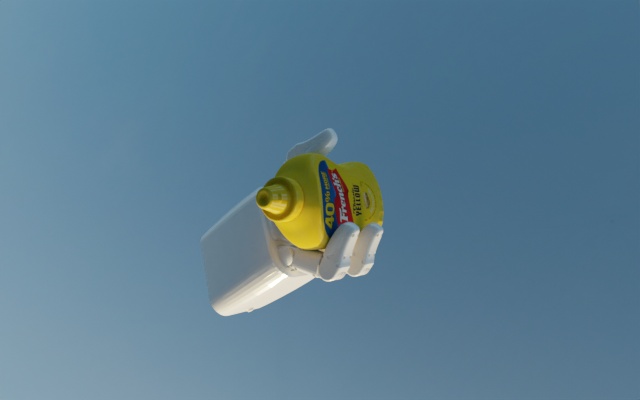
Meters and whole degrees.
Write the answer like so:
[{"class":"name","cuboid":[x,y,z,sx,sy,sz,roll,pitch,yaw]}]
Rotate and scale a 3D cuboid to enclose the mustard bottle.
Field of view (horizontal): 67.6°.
[{"class":"mustard bottle","cuboid":[0.000,0.001,0.487,0.058,0.096,0.191,-8,-6,31]}]
